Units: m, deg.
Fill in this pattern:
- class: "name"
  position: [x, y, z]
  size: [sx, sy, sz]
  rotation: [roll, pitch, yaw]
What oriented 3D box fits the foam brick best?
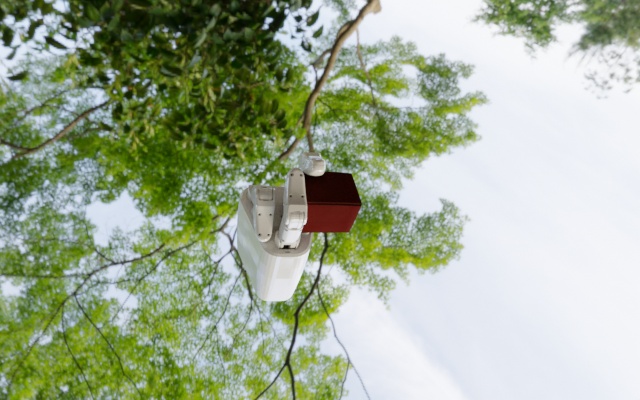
- class: "foam brick"
  position: [0.000, 0.002, 0.556]
  size: [0.078, 0.053, 0.051]
  rotation: [2, -44, -14]
